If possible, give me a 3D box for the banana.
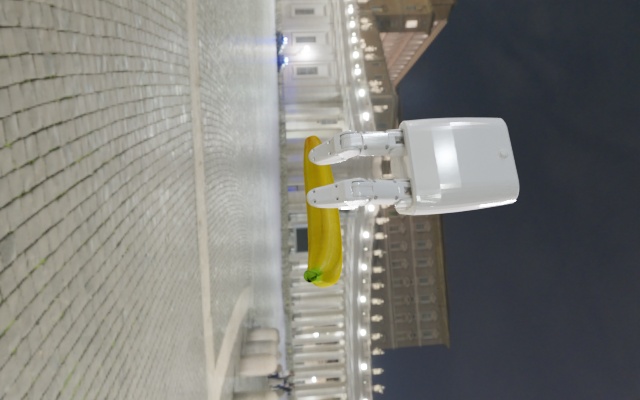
[{"bbox_3d":[0.002,0.017,0.506,0.037,0.197,0.070,-5,-42,2],"label":"banana"}]
